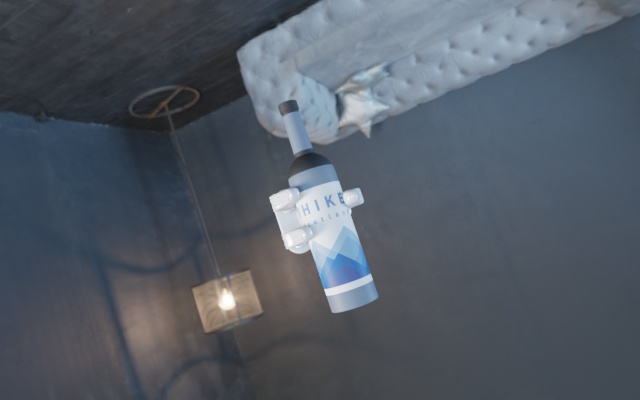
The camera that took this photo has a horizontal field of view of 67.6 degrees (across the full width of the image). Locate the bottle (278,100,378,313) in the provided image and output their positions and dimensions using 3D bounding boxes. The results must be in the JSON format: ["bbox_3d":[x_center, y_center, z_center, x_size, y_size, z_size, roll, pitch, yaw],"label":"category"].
[{"bbox_3d":[0.000,0.002,0.660,0.069,0.295,0.069,-19,-5,-2],"label":"bottle"}]
